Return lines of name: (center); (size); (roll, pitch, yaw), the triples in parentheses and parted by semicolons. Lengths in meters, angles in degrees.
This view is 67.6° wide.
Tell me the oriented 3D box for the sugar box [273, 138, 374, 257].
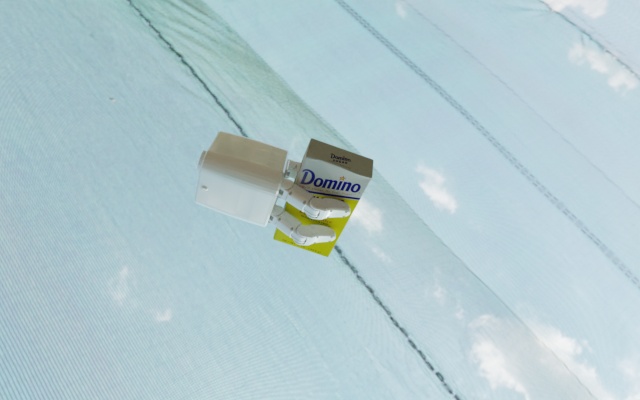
sugar box: (0.000, 0.003, 0.681); (0.093, 0.048, 0.176); (18, -45, -7)
